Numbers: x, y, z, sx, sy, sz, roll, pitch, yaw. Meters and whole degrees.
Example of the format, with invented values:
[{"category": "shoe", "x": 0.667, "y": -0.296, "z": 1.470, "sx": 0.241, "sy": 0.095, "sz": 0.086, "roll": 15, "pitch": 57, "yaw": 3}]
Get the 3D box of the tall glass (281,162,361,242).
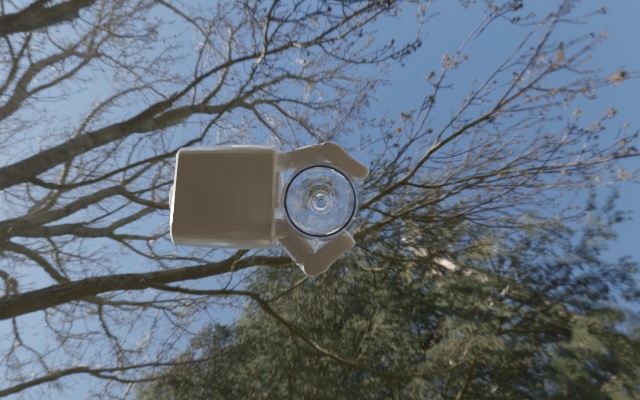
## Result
[{"category": "tall glass", "x": 0.000, "y": 0.002, "z": 0.504, "sx": 0.079, "sy": 0.079, "sz": 0.201, "roll": 0, "pitch": -1, "yaw": 0}]
